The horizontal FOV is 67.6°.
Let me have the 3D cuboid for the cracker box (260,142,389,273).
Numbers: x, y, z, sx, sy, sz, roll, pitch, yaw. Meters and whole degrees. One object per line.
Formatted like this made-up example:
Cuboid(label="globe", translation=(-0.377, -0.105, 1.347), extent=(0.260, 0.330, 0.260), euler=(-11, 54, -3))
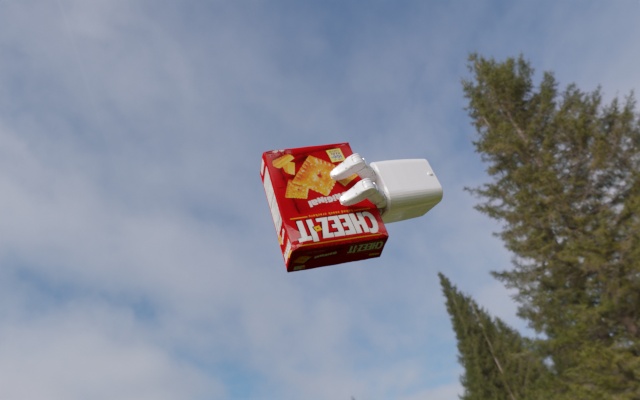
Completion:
Cuboid(label="cracker box", translation=(0.000, 0.003, 0.810), extent=(0.164, 0.213, 0.072), euler=(-8, -37, -17))
